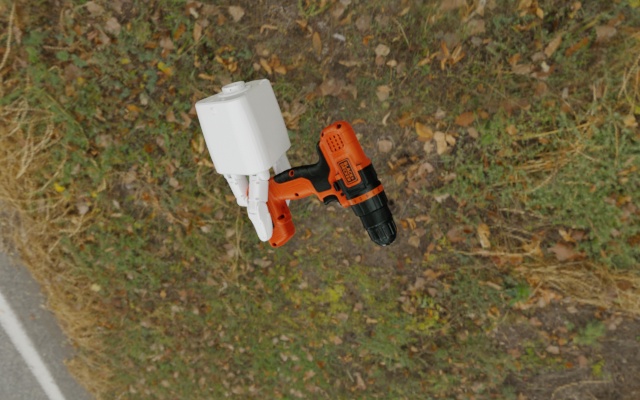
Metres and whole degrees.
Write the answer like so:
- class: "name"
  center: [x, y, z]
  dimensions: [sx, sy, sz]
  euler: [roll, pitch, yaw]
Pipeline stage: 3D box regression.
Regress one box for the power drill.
- class: "power drill"
  center: [0.000, 0.002, 0.686]
  dimensions: [0.188, 0.184, 0.057]
  euler: [-23, 4, 24]
